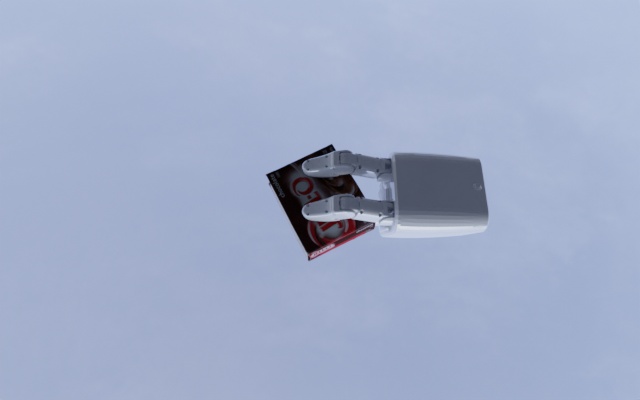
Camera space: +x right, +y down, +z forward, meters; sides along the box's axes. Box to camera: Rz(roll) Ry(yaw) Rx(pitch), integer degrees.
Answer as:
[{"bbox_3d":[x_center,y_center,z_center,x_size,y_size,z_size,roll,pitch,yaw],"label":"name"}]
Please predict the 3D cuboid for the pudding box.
[{"bbox_3d":[0.000,0.002,0.562,0.090,0.113,0.039,-26,-22,-11],"label":"pudding box"}]
